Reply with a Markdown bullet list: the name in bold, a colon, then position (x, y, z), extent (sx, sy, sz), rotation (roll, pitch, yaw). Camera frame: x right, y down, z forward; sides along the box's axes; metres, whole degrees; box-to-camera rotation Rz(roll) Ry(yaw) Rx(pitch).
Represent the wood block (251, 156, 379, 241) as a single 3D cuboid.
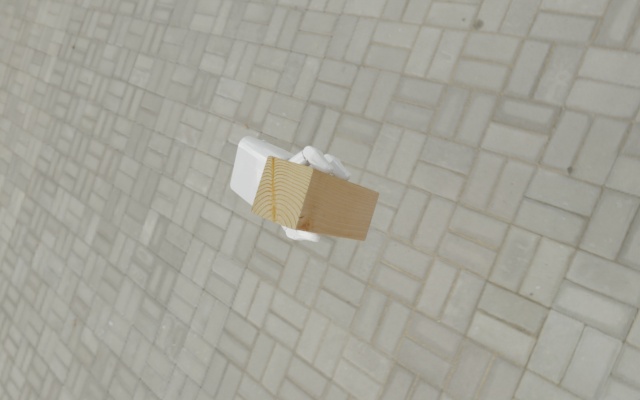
- **wood block**: position (0.000, 0.003, 0.758), extent (0.090, 0.091, 0.206), rotation (19, 2, 34)
